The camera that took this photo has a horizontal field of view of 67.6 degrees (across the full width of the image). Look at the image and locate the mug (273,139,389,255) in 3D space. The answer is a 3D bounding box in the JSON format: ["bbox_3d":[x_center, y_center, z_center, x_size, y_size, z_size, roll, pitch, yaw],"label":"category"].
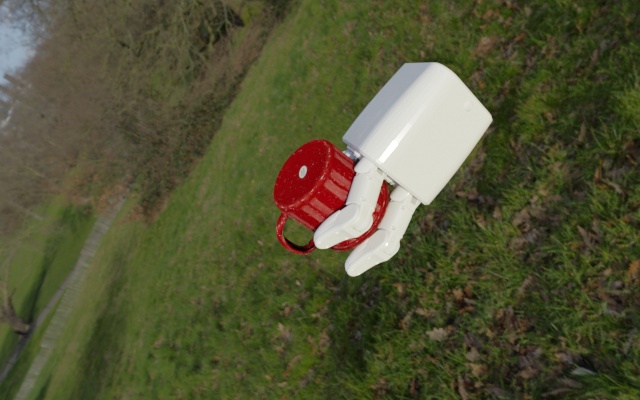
[{"bbox_3d":[-0.001,0.003,0.480,0.081,0.117,0.093,35,6,-33],"label":"mug"}]
